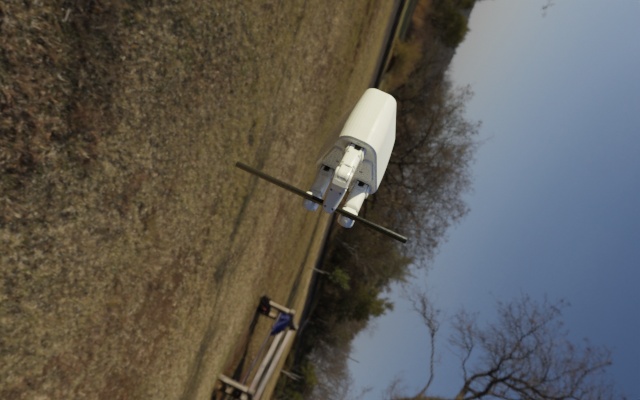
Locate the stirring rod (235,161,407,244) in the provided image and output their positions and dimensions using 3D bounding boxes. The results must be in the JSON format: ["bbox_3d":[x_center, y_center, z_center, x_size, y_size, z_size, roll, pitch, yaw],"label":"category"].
[{"bbox_3d":[0.000,0.002,0.616,0.239,0.011,0.011,25,1,3],"label":"stirring rod"}]
